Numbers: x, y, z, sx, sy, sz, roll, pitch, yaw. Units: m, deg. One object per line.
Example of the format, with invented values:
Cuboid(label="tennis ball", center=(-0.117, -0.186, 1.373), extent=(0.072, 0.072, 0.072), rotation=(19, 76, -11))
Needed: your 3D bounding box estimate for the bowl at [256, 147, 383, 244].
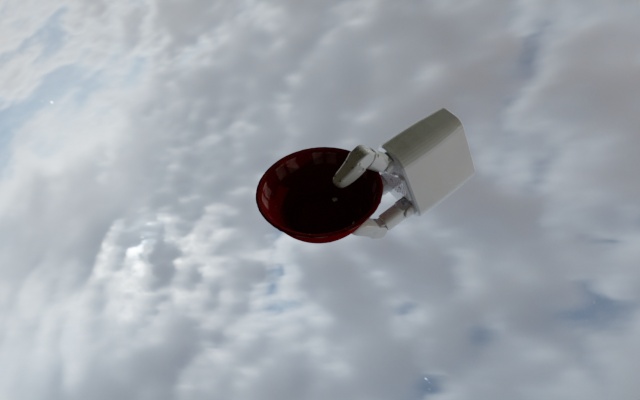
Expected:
Cuboid(label="bowl", center=(-0.001, 0.003, 0.621), extent=(0.162, 0.162, 0.055), rotation=(0, -44, 6))
